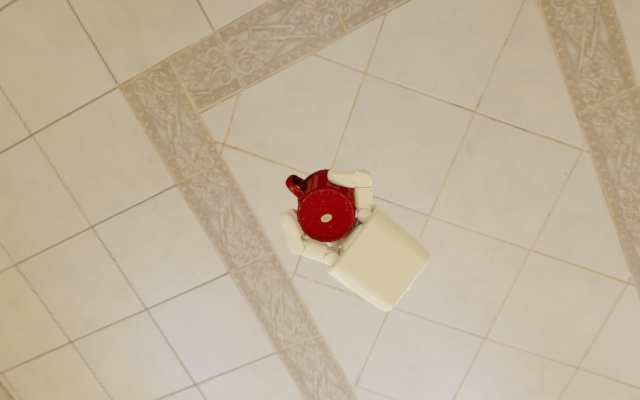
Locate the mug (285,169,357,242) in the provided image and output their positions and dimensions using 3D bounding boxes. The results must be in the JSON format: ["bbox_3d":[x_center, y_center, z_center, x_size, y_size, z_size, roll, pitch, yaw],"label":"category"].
[{"bbox_3d":[-0.001,0.001,0.684,0.117,0.093,0.081,38,16,-9],"label":"mug"}]
